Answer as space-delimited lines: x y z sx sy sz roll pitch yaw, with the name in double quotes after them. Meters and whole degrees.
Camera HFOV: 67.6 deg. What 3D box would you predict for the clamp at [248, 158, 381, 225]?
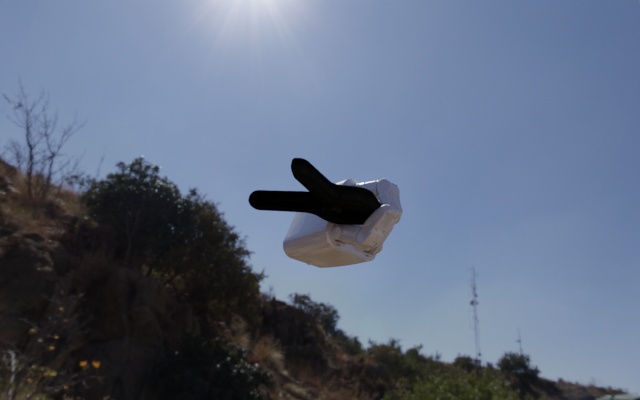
0.000 0.001 0.590 0.171 0.039 0.120 24 -26 -35 "clamp"
